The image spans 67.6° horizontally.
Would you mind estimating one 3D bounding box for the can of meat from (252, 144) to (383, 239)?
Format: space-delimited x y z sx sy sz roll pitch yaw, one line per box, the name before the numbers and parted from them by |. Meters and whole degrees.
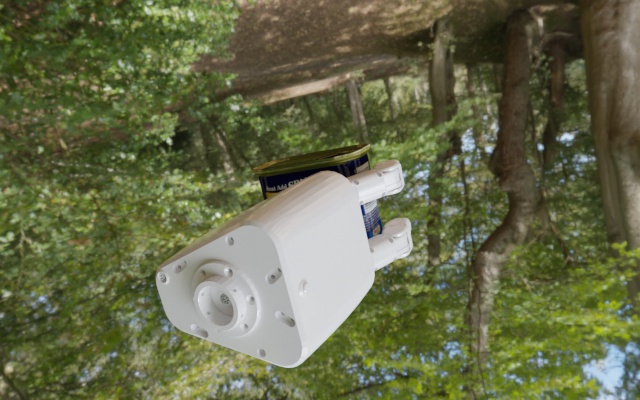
can of meat | 0.000 0.002 0.421 0.102 0.084 0.057 -8 12 25
